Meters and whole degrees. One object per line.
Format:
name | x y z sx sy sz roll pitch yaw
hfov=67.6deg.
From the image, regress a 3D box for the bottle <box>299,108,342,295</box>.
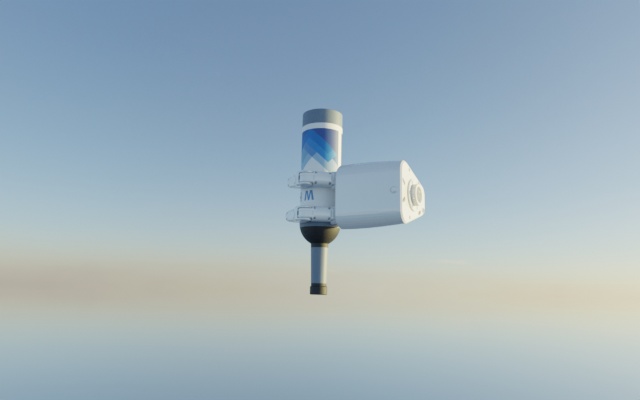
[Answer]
bottle | 0.000 0.002 0.772 0.069 0.295 0.069 1 -11 0
